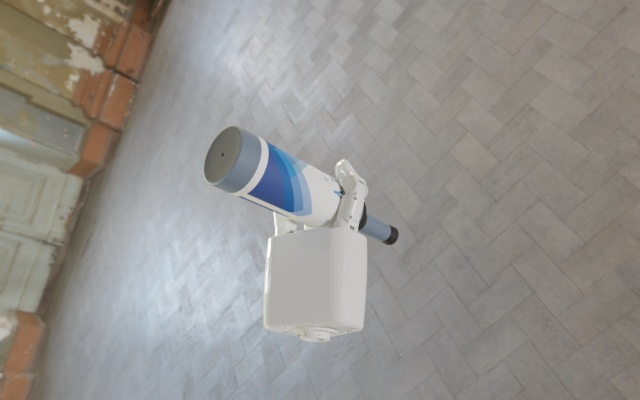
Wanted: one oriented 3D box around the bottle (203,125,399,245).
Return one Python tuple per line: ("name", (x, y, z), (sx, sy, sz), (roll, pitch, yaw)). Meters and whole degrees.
("bottle", (0.000, 0.002, 0.581), (0.069, 0.069, 0.296), (0, -19, 46))
